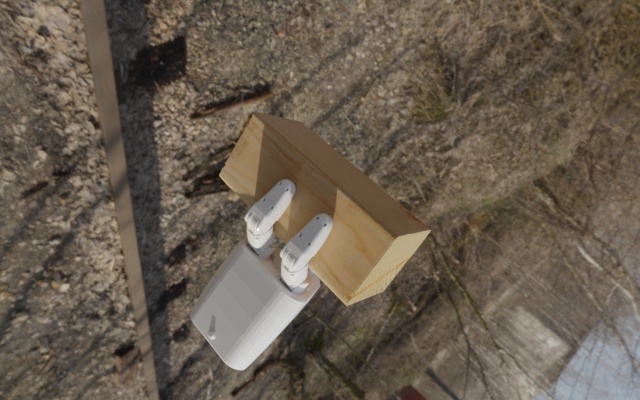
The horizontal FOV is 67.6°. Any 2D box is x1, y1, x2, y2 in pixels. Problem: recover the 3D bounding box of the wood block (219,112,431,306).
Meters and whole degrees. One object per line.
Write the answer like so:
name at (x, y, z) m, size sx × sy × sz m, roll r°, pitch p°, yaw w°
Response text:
wood block at (0.000, 0.002, 0.513) m, size 0.206 × 0.090 × 0.091 m, roll 43°, pitch 21°, yaw 24°
